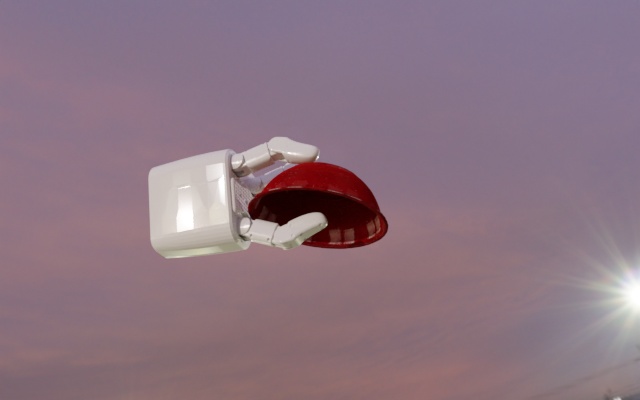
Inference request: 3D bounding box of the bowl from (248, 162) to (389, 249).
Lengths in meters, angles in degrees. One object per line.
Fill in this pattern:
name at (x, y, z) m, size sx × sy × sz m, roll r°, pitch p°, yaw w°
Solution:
bowl at (0.001, 0.002, 0.557) m, size 0.162 × 0.055 × 0.162 m, roll 7°, pitch -26°, yaw 4°
